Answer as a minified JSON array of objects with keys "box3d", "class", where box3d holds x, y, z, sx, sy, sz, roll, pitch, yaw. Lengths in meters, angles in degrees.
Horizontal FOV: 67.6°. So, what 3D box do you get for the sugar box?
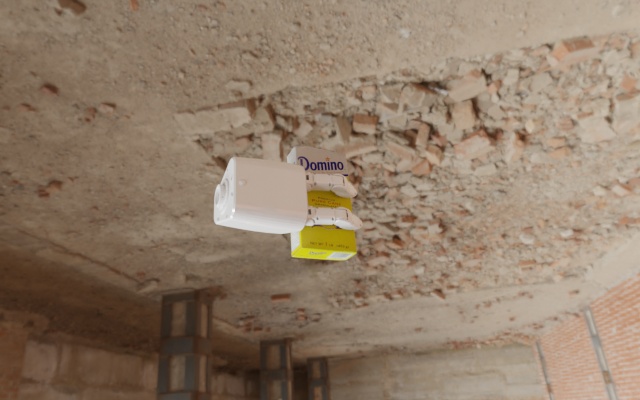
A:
[{"box3d":[0.000,0.002,0.741,0.093,0.176,0.048,7,-27,-24],"class":"sugar box"}]
